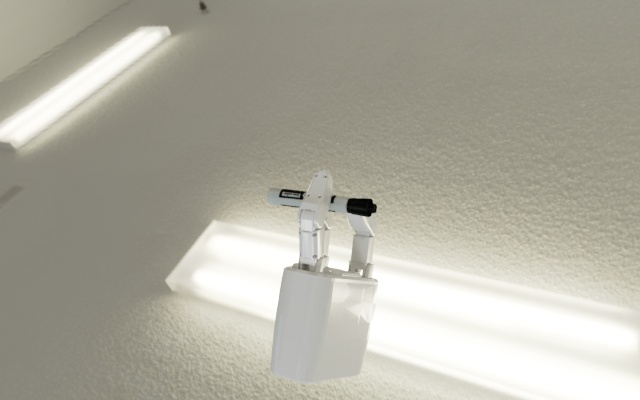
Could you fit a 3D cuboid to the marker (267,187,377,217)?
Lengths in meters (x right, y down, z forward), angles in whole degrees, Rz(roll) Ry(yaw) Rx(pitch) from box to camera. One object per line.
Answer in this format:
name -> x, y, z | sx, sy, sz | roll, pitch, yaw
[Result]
marker -> 0.000, 0.002, 0.493 | 0.121, 0.020, 0.020 | 7, 3, 26
